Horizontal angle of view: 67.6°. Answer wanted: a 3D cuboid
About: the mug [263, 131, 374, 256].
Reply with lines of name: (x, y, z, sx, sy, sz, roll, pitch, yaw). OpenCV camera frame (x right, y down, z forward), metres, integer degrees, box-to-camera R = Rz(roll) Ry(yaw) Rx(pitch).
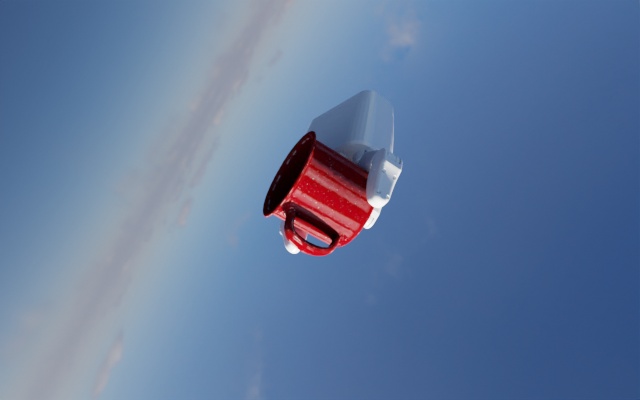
mug: (0.000, 0.003, 0.456, 0.081, 0.117, 0.093, 30, -46, -17)
